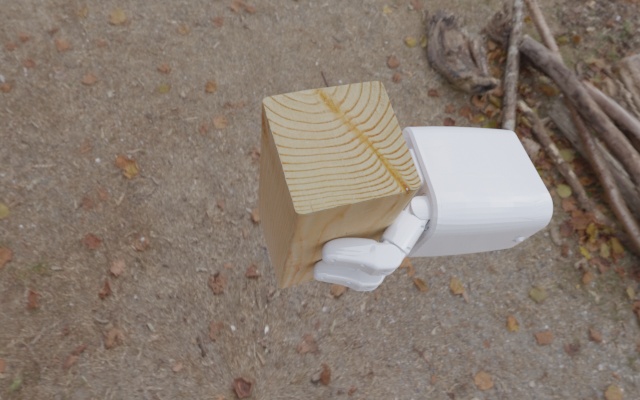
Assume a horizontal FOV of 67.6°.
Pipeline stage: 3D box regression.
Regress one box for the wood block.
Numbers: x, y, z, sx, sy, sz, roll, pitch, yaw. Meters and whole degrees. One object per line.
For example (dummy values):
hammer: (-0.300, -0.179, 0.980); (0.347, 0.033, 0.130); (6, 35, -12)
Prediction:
wood block: (0.000, 0.001, 0.411); (0.090, 0.090, 0.206); (-12, -21, -13)
